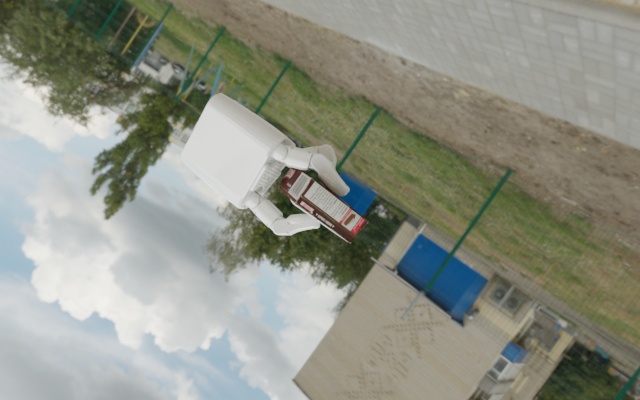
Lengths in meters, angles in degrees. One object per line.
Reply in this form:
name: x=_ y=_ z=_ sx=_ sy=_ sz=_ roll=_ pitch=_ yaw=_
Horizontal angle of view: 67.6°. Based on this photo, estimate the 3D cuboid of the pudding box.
pudding box: x=0.000 y=0.002 z=0.599 sx=0.090 sy=0.039 sz=0.113 roll=36 pitch=3 yaw=-19
